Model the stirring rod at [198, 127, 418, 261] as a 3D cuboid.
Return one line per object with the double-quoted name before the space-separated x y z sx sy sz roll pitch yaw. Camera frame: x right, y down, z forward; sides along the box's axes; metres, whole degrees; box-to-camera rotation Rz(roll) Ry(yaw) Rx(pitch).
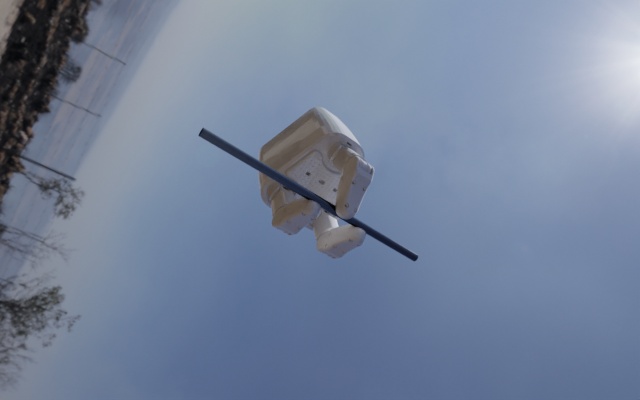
"stirring rod" 0.000 0.001 0.427 0.239 0.011 0.011 31 -14 -24
